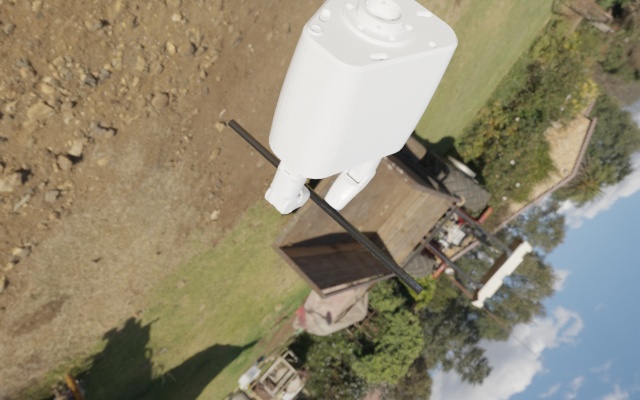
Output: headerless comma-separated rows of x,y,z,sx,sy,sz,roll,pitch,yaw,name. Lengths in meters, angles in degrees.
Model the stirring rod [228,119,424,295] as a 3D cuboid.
0.000,0.001,0.442,0.239,0.011,0.011,42,11,12,stirring rod
